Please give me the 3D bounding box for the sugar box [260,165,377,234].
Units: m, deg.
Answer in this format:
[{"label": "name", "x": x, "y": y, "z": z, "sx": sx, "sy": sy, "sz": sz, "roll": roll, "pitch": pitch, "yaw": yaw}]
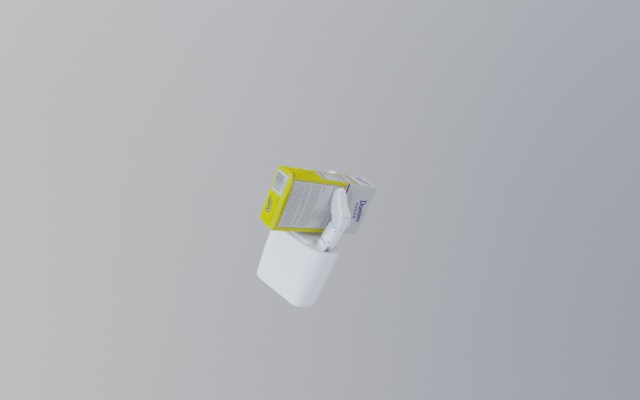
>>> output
[{"label": "sugar box", "x": 0.000, "y": 0.002, "z": 0.755, "sx": 0.176, "sy": 0.093, "sz": 0.048, "roll": 5, "pitch": 26, "yaw": -42}]
